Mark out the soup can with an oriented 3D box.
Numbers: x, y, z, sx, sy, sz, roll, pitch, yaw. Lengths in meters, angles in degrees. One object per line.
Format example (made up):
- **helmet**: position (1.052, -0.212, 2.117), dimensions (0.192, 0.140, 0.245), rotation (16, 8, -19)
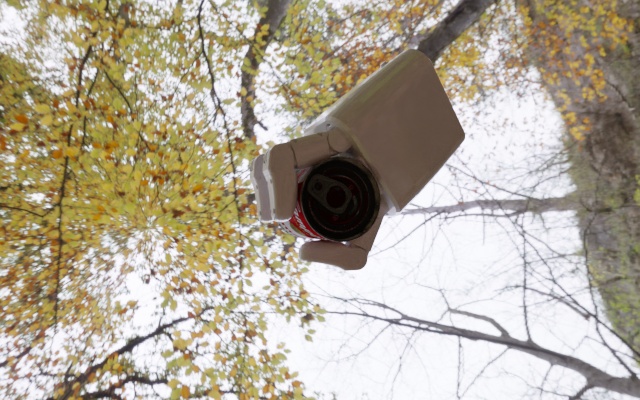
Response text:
- **soup can**: position (0.000, 0.002, 0.424), dimensions (0.068, 0.068, 0.102), rotation (0, -3, -20)
